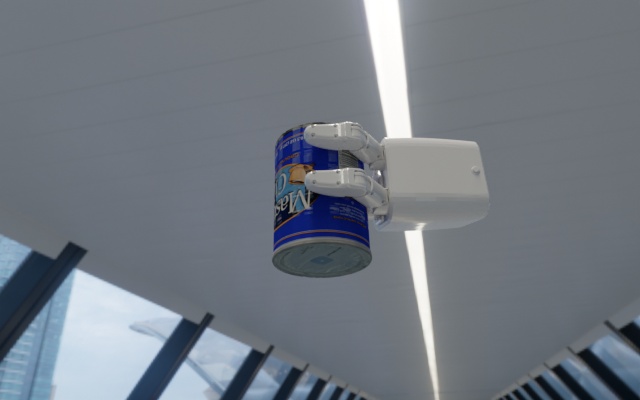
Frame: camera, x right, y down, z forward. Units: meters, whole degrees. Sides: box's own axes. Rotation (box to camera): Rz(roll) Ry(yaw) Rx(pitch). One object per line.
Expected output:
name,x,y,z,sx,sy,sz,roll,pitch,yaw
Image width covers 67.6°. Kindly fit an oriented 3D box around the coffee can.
coffee can,0.000,0.002,0.521,0.103,0.140,0.103,-1,-27,-1
